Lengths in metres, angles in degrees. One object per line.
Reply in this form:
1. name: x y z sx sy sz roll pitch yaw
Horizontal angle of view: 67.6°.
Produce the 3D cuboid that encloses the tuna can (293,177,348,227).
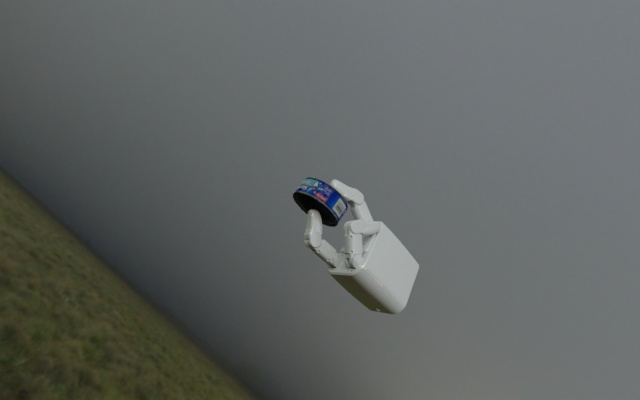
1. tuna can: 0.000 0.002 0.759 0.086 0.033 0.086 31 -21 13
